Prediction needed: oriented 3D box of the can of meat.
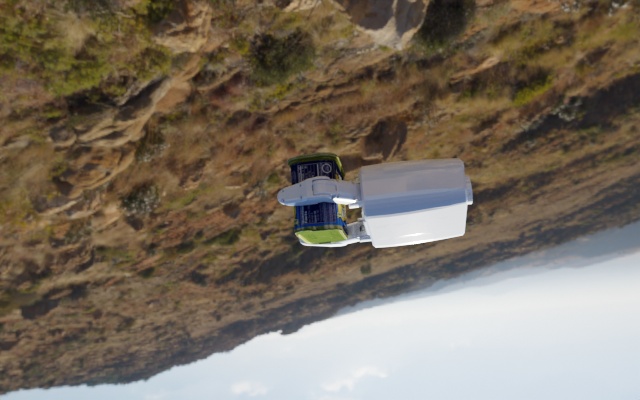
[{"bbox_3d":[0.000,0.002,0.545,0.057,0.084,0.102,-6,-14,8],"label":"can of meat"}]
